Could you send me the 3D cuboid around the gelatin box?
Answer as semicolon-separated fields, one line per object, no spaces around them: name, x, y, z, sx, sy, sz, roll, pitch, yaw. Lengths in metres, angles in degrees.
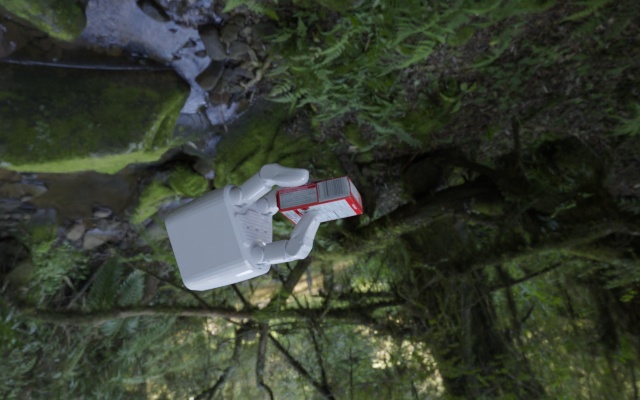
gelatin box;0.000;0.002;0.575;0.089;0.030;0.073;-12;-20;13
